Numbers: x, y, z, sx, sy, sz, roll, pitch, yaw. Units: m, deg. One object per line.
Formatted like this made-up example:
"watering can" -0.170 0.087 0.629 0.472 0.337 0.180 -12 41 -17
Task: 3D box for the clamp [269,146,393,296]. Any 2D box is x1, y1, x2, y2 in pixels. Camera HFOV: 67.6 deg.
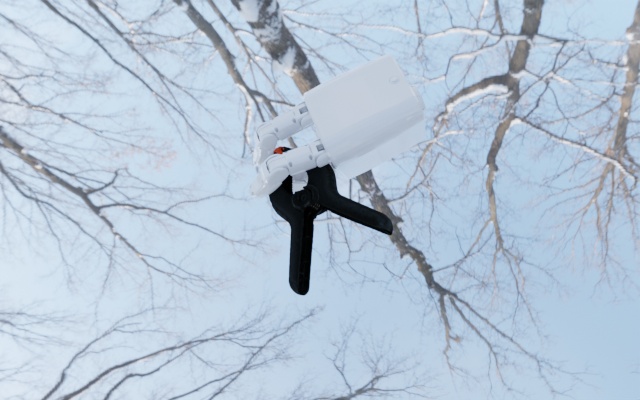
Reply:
"clamp" 0.000 0.002 0.507 0.120 0.171 0.039 -26 -29 9
